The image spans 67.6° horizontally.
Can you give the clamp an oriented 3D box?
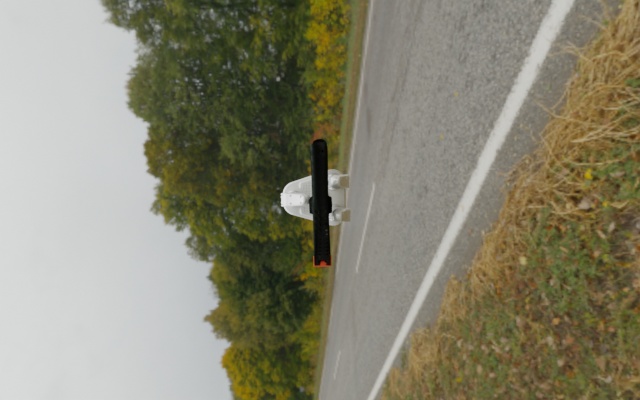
[{"bbox_3d":[-0.001,0.003,0.745,0.036,0.210,0.164,-1,2,2],"label":"clamp"}]
